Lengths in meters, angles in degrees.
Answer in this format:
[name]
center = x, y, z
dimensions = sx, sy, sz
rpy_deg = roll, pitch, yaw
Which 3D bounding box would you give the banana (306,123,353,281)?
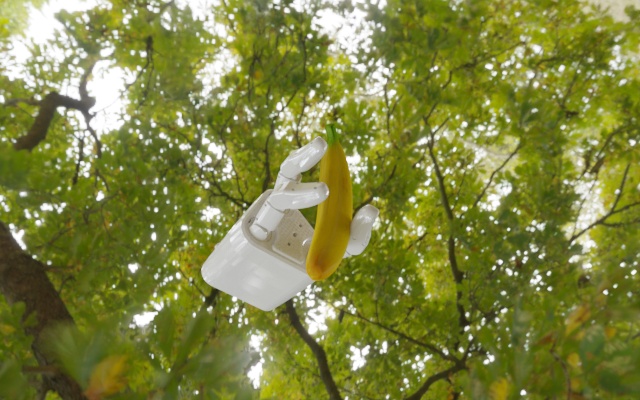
[banana]
center = 0.009, 0.010, 0.505
dimensions = 0.037, 0.197, 0.070
rpy_deg = -16, -42, 23
